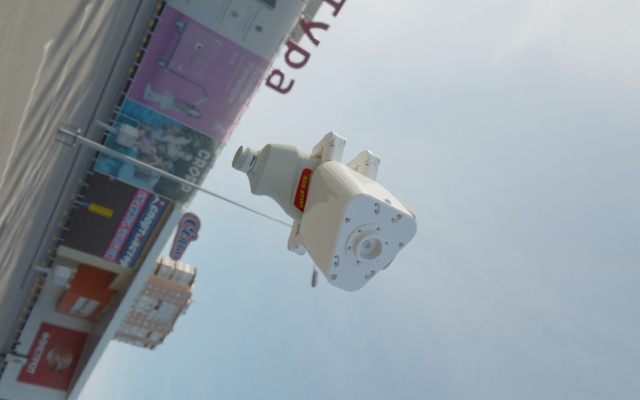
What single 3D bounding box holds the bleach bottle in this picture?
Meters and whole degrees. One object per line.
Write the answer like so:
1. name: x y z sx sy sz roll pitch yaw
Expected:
1. bleach bottle: 0.000 0.002 0.622 0.251 0.102 0.068 25 12 -24
